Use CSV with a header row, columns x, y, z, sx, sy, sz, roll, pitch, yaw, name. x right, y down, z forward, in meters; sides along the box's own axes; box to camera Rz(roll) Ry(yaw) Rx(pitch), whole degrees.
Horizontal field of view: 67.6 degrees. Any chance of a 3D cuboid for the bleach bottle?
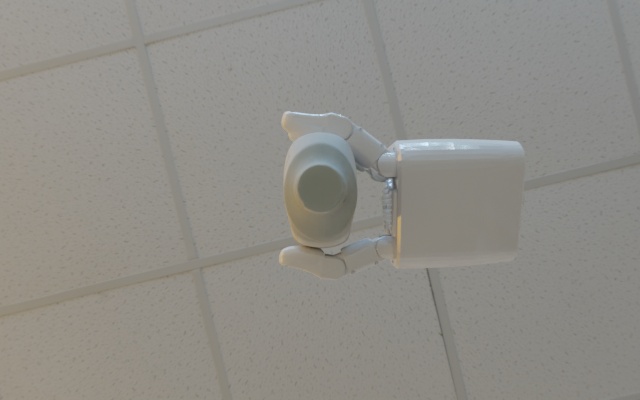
x,y,z,sx,sy,sz,roll,pitch,yaw,name
0.000,0.001,0.411,0.068,0.102,0.251,-1,0,0,bleach bottle
